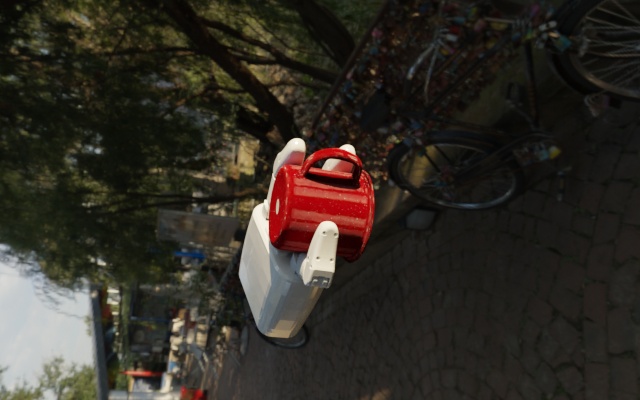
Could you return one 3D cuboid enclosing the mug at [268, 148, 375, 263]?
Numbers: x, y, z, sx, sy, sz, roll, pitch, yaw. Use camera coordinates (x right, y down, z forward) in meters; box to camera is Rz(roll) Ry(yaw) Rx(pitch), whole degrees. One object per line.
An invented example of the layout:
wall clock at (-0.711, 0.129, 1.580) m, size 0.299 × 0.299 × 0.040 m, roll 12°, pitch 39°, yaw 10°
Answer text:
mug at (0.000, 0.000, 0.456) m, size 0.081 × 0.117 × 0.093 m, roll 8°, pitch 38°, yaw -17°
